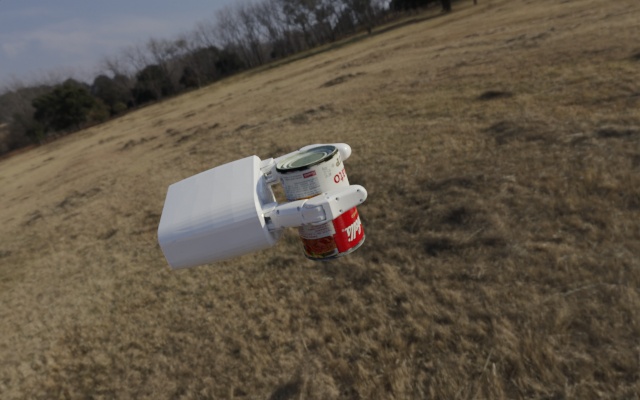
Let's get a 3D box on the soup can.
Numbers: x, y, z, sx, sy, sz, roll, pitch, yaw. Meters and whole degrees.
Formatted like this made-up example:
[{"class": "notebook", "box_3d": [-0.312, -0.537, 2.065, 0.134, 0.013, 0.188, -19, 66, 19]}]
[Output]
[{"class": "soup can", "box_3d": [0.000, 0.001, 0.495, 0.068, 0.102, 0.068, -16, 19, 6]}]
